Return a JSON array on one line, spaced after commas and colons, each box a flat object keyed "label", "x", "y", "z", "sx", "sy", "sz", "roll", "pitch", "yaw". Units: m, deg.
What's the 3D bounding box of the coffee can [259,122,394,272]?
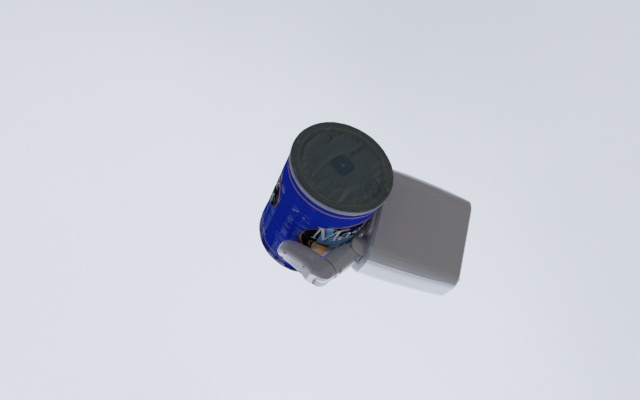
[{"label": "coffee can", "x": 0.000, "y": 0.002, "z": 0.500, "sx": 0.103, "sy": 0.102, "sz": 0.140, "roll": 0, "pitch": -30, "yaw": -21}]
